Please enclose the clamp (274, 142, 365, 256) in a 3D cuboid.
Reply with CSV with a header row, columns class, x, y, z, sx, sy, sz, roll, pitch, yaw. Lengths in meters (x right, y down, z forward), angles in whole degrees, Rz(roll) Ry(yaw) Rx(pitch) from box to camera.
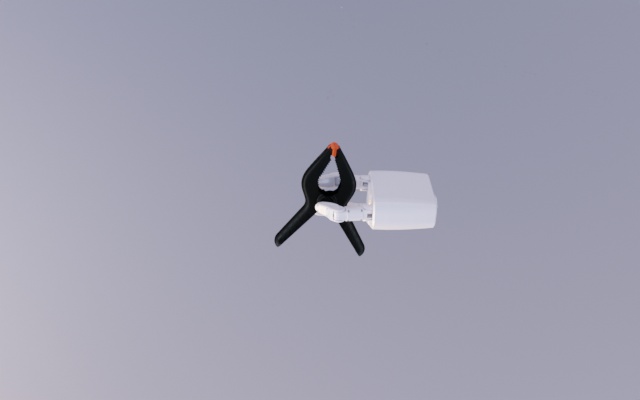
class,x,y,z,sx,sy,sz,roll,pitch,yaw
clamp,0.000,0.003,0.835,0.164,0.210,0.036,0,22,-2
